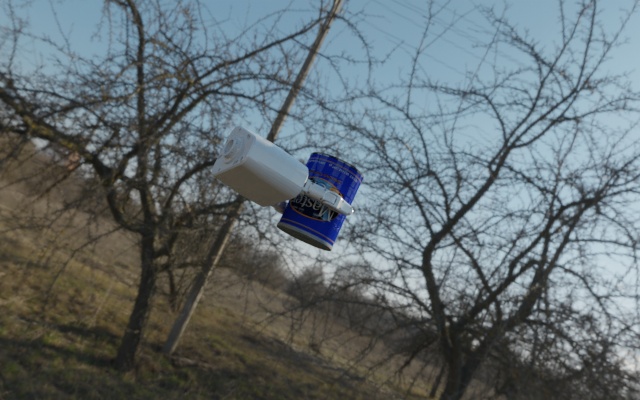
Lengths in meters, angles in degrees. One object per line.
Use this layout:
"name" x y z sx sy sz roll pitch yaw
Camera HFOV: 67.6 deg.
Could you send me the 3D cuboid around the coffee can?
"coffee can" 0.000 0.003 0.821 0.103 0.140 0.103 24 -11 5
